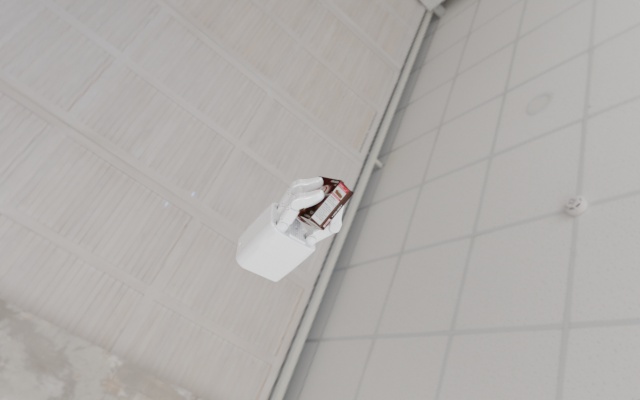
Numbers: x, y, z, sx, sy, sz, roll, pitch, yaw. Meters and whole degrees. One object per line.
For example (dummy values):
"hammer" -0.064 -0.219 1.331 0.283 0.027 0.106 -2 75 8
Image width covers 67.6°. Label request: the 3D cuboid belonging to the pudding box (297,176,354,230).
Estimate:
"pudding box" 0.000 0.003 0.864 0.039 0.090 0.113 42 -9 -22
